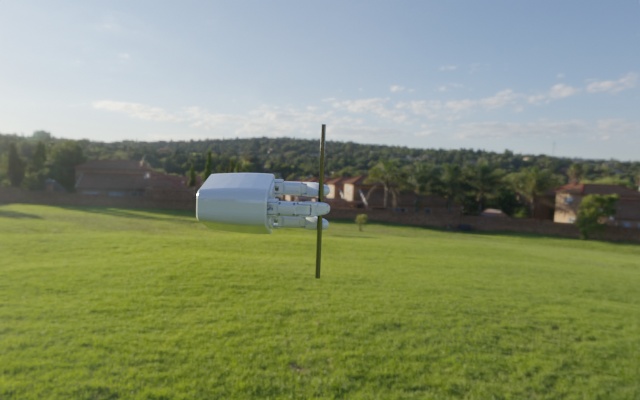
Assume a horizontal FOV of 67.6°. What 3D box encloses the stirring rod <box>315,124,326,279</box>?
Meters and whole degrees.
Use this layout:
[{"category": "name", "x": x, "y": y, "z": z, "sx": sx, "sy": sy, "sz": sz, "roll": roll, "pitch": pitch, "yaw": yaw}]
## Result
[{"category": "stirring rod", "x": 0.000, "y": 0.003, "z": 0.744, "sx": 0.011, "sy": 0.239, "sz": 0.011, "roll": 2, "pitch": 4, "yaw": 0}]
